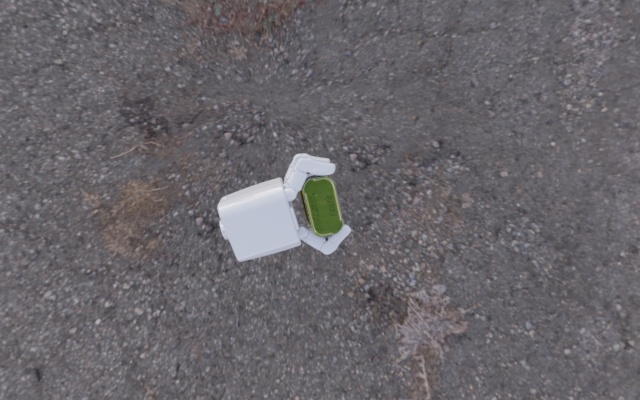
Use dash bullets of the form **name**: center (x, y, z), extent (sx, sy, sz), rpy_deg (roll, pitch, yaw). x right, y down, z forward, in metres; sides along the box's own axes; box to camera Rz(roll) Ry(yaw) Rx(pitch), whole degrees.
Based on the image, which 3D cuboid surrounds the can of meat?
- **can of meat**: center (0.000, 0.003, 0.781), extent (0.057, 0.102, 0.084), rpy_deg (-14, 12, -3)
